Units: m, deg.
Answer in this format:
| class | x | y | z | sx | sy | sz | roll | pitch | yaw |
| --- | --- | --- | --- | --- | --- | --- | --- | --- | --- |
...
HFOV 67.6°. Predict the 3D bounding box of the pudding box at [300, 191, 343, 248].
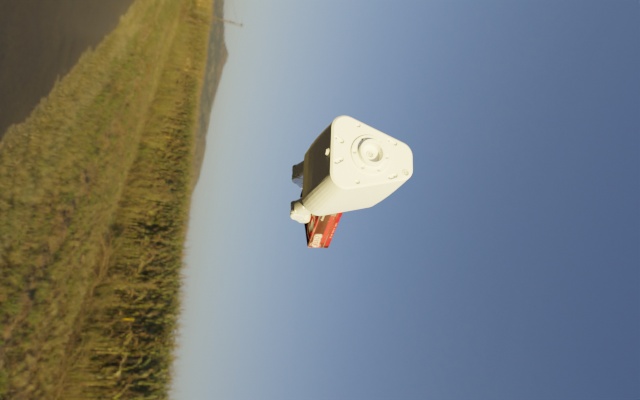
| class | x | y | z | sx | sy | sz | roll | pitch | yaw |
| --- | --- | --- | --- | --- | --- | --- | --- | --- | --- |
| pudding box | 0.000 | 0.002 | 0.725 | 0.039 | 0.113 | 0.090 | 7 | -47 | -15 |
